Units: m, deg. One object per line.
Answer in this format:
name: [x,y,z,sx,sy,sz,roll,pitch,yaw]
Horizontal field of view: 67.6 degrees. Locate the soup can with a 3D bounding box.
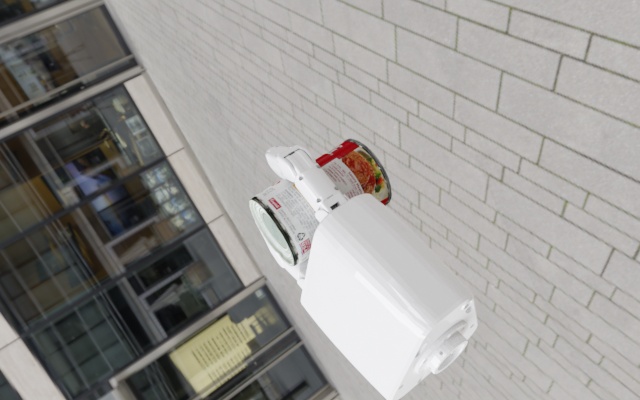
soup can: [0.000,0.001,0.405,0.102,0.068,0.068,-33,12,-19]
